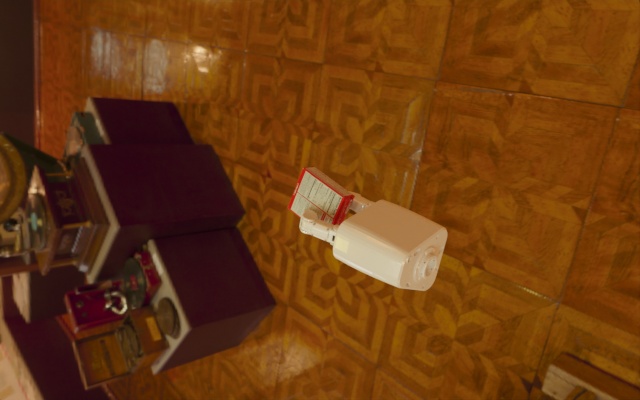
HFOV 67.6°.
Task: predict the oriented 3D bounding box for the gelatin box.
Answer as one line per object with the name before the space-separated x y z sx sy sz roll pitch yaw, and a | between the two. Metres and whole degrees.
gelatin box | 0.000 0.002 0.713 0.089 0.073 0.030 36 28 28
